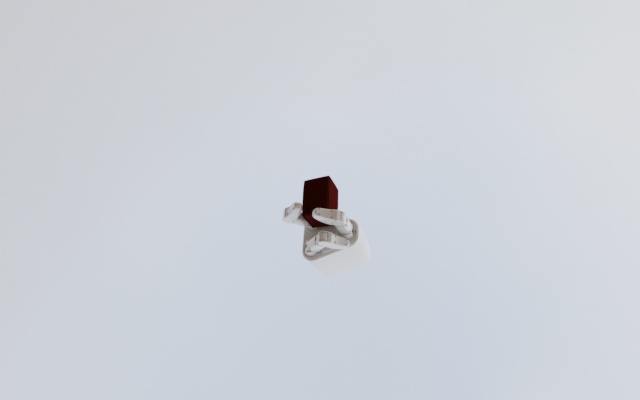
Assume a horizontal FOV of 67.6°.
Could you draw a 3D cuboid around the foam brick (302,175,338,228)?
[{"bbox_3d":[0.000,0.003,0.886,0.053,0.078,0.051,-9,-32,21],"label":"foam brick"}]
